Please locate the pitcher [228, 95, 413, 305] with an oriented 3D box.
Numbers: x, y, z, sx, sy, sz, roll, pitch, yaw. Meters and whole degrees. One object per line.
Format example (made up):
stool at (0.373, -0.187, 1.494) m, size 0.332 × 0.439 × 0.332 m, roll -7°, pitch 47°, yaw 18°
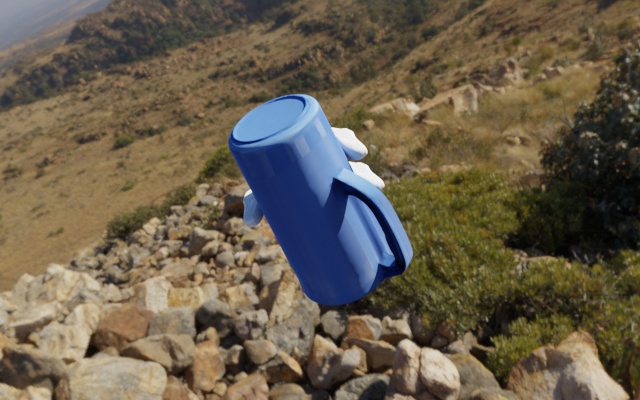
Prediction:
pitcher at (0.000, 0.002, 0.568) m, size 0.149 × 0.243 × 0.145 m, roll -25°, pitch 34°, yaw 3°
